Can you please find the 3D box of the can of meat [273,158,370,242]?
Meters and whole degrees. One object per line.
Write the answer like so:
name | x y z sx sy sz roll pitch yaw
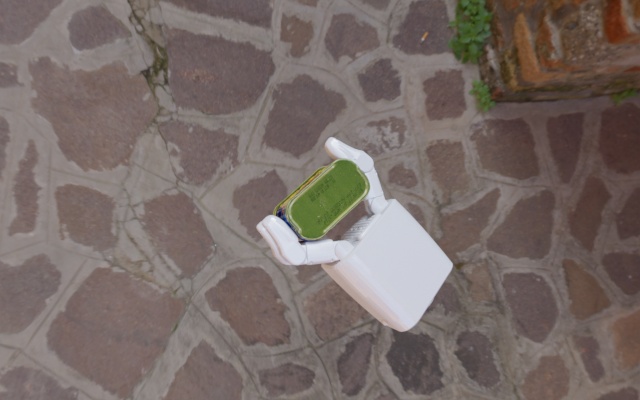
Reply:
can of meat | 0.000 0.002 0.536 0.102 0.057 0.084 -42 5 -13
